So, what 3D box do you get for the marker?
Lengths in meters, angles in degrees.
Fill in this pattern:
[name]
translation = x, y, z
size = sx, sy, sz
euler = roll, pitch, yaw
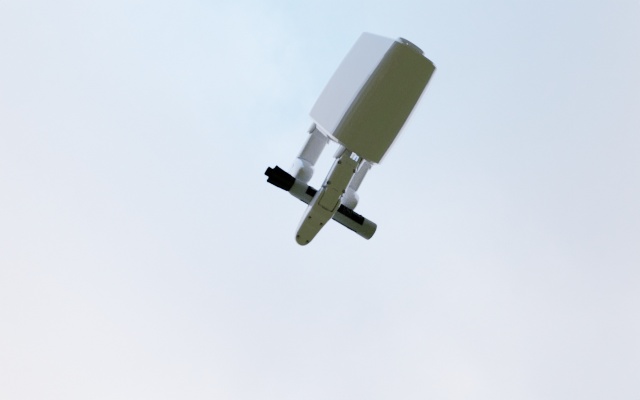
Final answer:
[marker]
translation = 0.000, 0.001, 0.459
size = 0.121, 0.020, 0.020
euler = 31, -7, -11
